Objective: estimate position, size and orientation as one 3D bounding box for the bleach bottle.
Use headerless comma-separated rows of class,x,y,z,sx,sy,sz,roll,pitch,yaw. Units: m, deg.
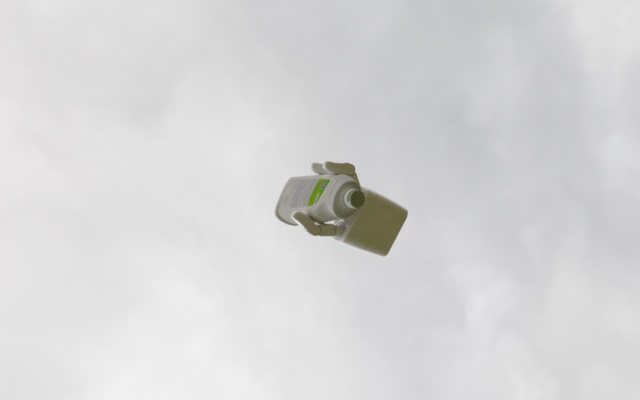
bleach bottle,0.000,0.003,0.873,0.068,0.102,0.251,25,-10,-25
